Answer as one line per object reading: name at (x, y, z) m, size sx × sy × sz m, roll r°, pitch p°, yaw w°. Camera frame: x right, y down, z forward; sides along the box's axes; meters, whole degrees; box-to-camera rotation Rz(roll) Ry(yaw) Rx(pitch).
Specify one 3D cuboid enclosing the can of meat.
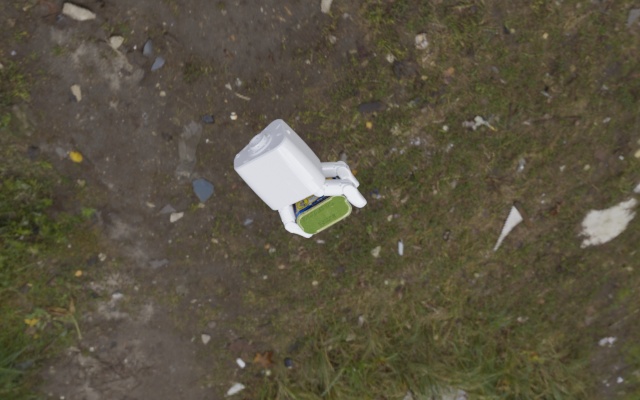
can of meat at (0.000, 0.003, 0.847) m, size 0.102 × 0.057 × 0.084 m, roll -31°, pitch 34°, yaw 11°
